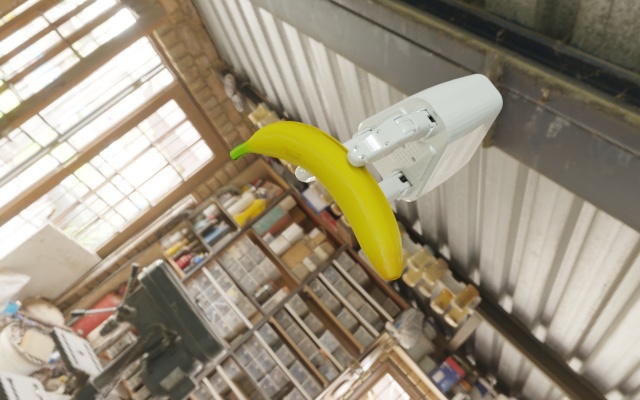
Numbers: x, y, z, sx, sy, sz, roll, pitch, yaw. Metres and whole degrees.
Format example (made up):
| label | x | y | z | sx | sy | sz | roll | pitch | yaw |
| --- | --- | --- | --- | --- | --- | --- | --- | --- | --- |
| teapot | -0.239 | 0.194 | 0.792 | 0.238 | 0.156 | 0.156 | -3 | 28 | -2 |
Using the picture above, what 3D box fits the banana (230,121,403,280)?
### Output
| label | x | y | z | sx | sy | sz | roll | pitch | yaw |
| --- | --- | --- | --- | --- | --- | --- | --- | --- | --- |
| banana | 0.006 | -0.016 | 0.412 | 0.197 | 0.070 | 0.037 | 38 | 21 | 25 |
